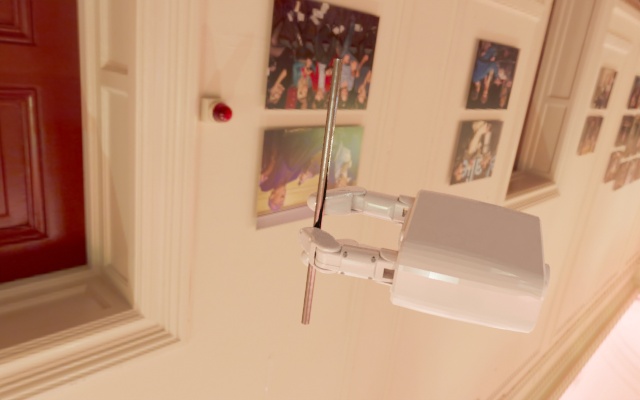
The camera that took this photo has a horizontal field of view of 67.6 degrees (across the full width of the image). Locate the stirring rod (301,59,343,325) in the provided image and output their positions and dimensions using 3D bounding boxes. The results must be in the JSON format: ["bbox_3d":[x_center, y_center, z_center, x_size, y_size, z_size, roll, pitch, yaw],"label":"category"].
[{"bbox_3d":[0.000,0.001,0.416,0.011,0.239,0.011,7,17,-2],"label":"stirring rod"}]
